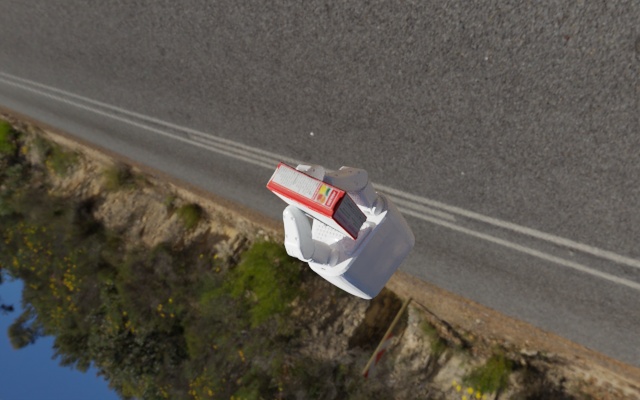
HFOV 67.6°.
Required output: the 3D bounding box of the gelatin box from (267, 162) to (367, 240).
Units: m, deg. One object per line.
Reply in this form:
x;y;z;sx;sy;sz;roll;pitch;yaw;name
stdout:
0.000;0.002;0.462;0.073;0.030;0.089;26;-7;25;gelatin box
